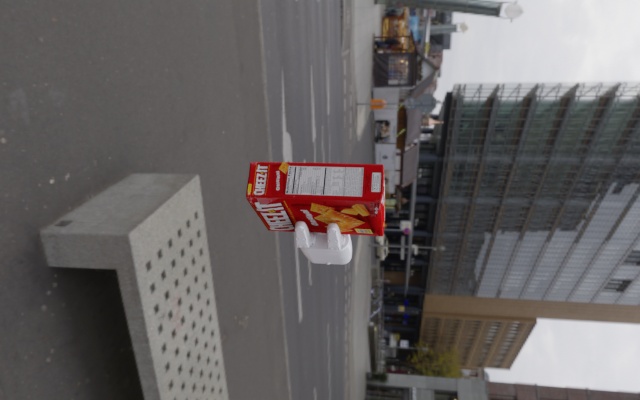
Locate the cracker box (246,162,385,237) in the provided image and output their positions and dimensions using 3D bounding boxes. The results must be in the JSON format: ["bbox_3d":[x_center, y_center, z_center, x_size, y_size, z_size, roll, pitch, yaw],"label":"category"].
[{"bbox_3d":[0.000,0.002,0.802,0.213,0.072,0.164,2,-23,8],"label":"cracker box"}]
